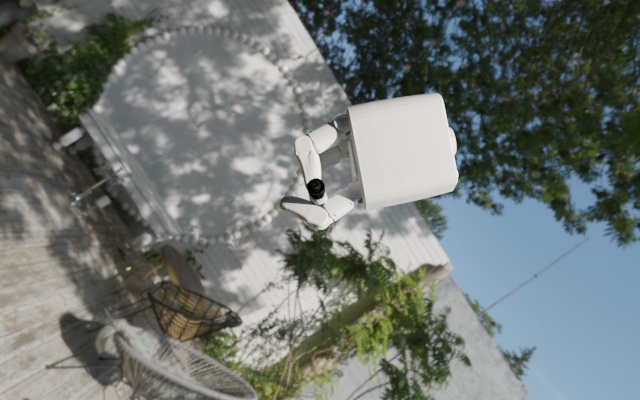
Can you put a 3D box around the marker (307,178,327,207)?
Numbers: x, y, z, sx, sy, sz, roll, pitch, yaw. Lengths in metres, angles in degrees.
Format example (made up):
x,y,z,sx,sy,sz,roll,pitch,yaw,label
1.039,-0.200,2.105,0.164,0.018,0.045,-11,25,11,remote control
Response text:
x,y,z,sx,sy,sz,roll,pitch,yaw,label
0.000,0.002,0.541,0.020,0.020,0.121,0,-17,5,marker
